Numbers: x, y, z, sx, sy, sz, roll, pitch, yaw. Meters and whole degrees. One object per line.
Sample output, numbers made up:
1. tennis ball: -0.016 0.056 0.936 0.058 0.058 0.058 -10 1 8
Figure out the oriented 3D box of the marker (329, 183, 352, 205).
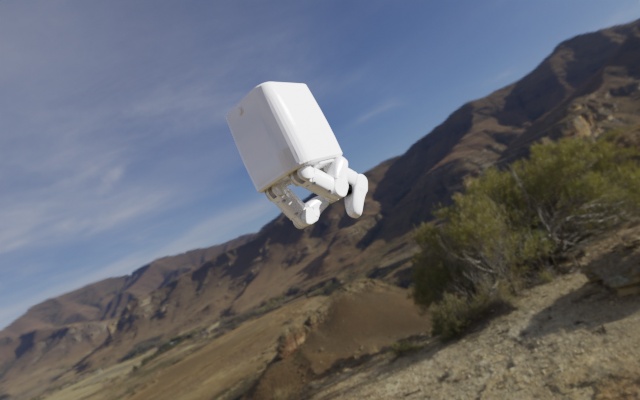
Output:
1. marker: 0.000 0.002 0.650 0.020 0.020 0.121 0 -19 -40
